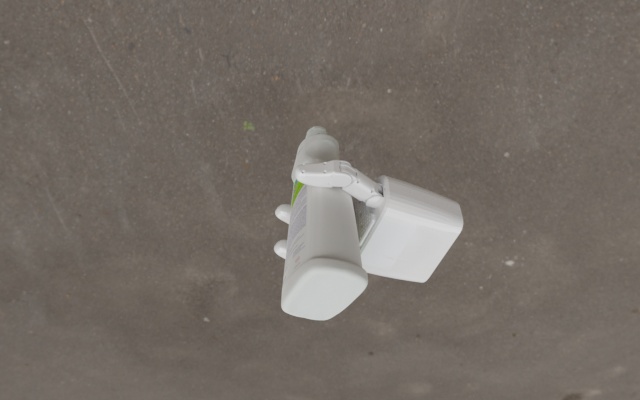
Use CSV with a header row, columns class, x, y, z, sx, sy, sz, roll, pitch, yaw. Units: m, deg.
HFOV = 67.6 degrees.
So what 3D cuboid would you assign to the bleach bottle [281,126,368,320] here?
class,x,y,z,sx,sy,sz,roll,pitch,yaw
bleach bottle,0.000,0.002,0.549,0.068,0.250,0.103,17,-43,-19
